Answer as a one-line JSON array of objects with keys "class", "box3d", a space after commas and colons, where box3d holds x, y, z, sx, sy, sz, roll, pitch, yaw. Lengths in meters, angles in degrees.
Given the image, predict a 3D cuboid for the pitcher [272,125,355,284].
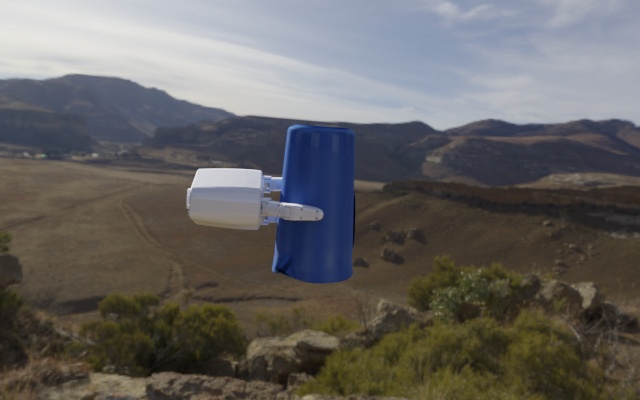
[{"class": "pitcher", "box3d": [0.000, 0.003, 0.780, 0.145, 0.243, 0.149, 3, 8, -6]}]
